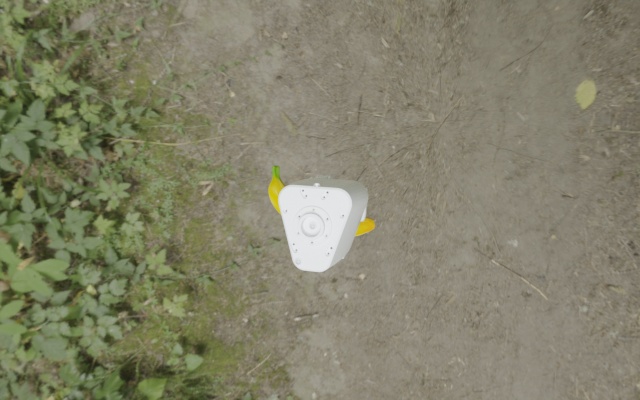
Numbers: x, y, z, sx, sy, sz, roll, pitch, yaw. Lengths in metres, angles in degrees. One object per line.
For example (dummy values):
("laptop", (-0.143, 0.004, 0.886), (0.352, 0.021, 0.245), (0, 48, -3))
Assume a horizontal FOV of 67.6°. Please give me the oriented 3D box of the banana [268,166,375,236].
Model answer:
("banana", (-0.011, 0.017, 0.769), (0.198, 0.069, 0.037), (30, 9, 12))
